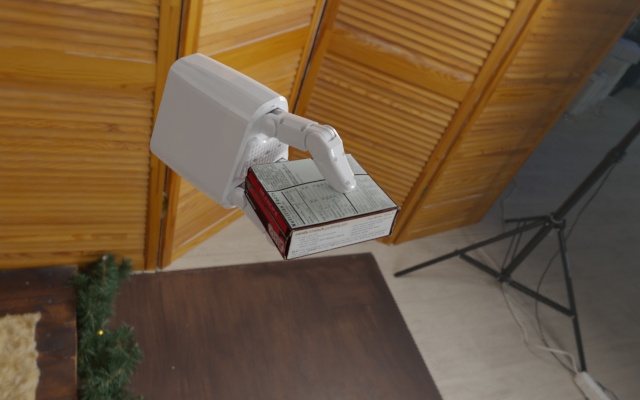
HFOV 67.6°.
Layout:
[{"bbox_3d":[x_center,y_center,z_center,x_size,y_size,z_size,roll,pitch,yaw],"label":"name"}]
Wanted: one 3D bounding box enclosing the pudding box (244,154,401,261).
[{"bbox_3d":[0.000,0.001,0.427,0.113,0.039,0.090,-11,45,-28],"label":"pudding box"}]
